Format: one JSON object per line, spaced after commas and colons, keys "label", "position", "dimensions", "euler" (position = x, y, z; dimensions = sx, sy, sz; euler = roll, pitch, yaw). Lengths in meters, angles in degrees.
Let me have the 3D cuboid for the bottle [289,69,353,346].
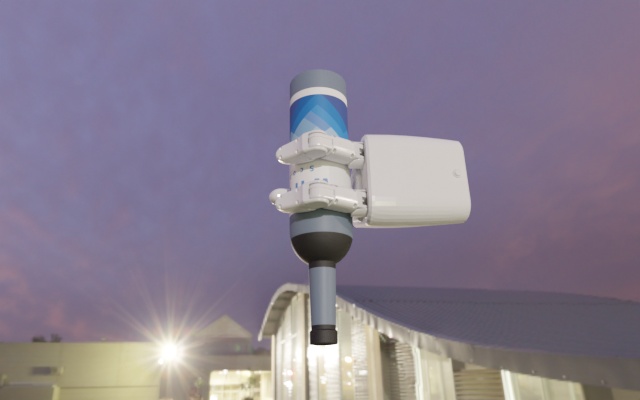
{"label": "bottle", "position": [0.000, 0.001, 0.512], "dimensions": [0.069, 0.295, 0.069], "euler": [-1, -21, 0]}
